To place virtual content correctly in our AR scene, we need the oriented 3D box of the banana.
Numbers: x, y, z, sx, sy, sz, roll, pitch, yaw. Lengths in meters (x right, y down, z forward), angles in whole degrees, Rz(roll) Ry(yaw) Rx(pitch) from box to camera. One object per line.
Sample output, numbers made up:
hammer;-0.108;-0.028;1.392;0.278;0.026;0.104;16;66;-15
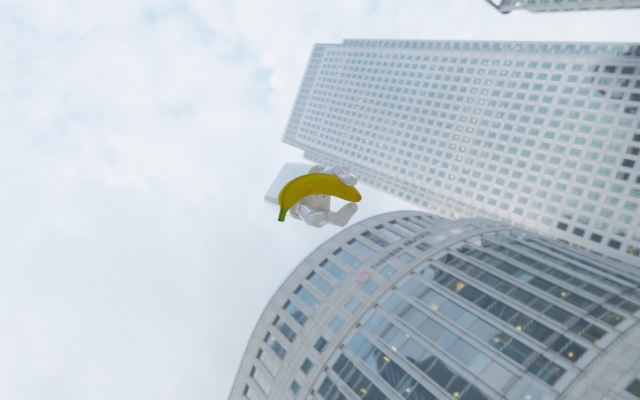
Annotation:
banana;-0.004;-0.015;0.841;0.198;0.069;0.037;-13;11;-39
